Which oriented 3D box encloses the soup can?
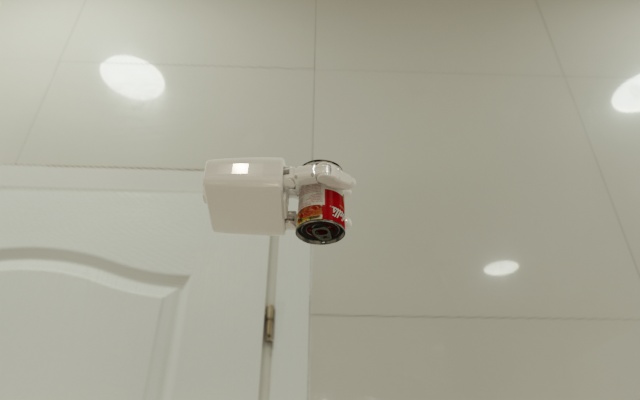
[{"bbox_3d":[0.001,0.002,0.672,0.068,0.102,0.068,0,-32,0],"label":"soup can"}]
